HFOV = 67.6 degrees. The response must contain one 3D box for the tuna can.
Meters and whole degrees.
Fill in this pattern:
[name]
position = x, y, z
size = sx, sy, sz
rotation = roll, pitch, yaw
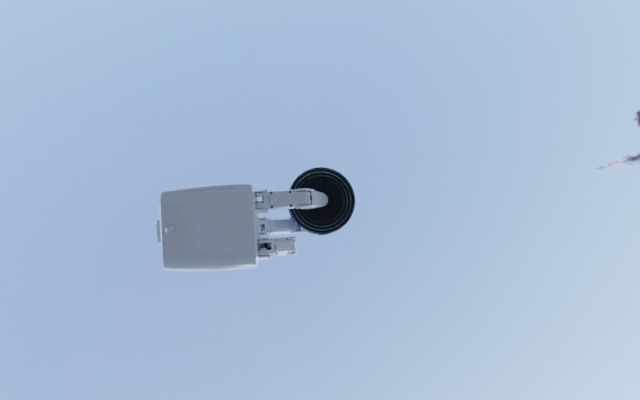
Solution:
[tuna can]
position = 0.000, 0.002, 0.620
size = 0.086, 0.086, 0.034
rotation = 0, -8, -6
